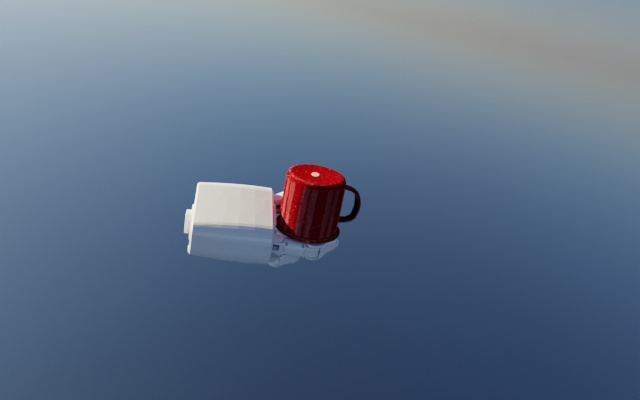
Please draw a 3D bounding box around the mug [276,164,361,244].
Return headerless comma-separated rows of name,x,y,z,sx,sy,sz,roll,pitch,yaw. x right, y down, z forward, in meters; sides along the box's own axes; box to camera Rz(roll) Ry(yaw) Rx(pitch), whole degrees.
mug,0.002,0.002,0.657,0.117,0.081,0.093,5,24,-14
